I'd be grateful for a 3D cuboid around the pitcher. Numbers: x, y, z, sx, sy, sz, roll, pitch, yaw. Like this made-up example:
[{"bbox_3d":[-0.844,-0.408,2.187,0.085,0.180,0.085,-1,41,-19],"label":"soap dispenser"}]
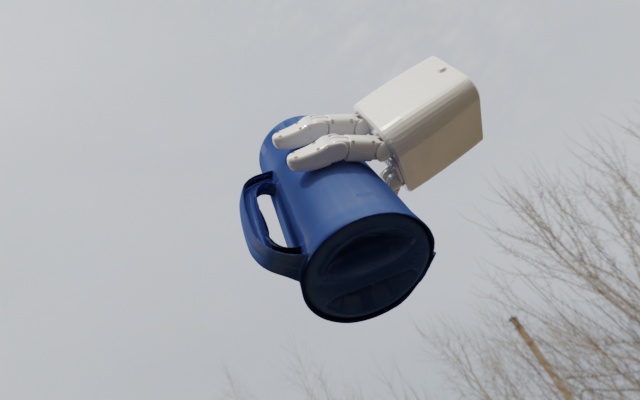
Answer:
[{"bbox_3d":[0.000,0.002,0.520,0.145,0.149,0.242,-35,40,3],"label":"pitcher"}]
